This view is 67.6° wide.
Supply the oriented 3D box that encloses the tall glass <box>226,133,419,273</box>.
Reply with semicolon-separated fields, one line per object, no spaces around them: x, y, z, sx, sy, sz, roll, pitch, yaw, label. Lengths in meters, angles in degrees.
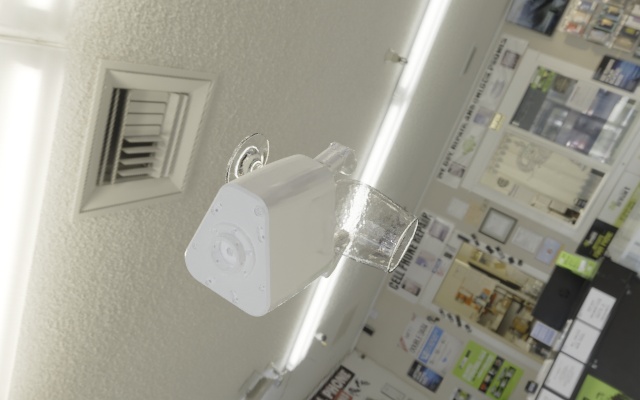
0.000;0.001;0.505;0.201;0.079;0.079;28;10;20;tall glass
